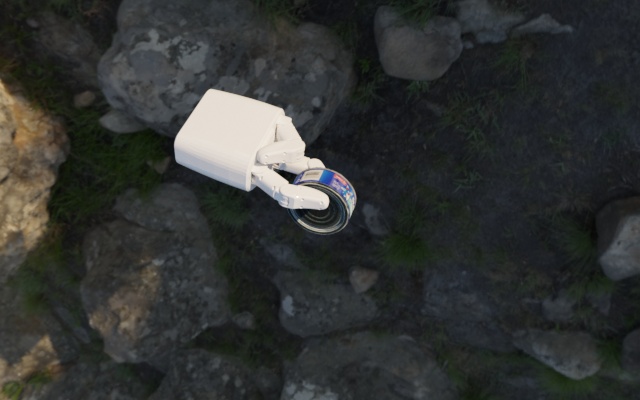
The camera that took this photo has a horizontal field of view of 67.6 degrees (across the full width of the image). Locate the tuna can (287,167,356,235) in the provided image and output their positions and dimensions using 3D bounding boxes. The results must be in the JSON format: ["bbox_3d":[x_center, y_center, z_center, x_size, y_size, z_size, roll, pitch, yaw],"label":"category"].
[{"bbox_3d":[0.000,0.002,0.608,0.086,0.086,0.033,0,37,21],"label":"tuna can"}]
